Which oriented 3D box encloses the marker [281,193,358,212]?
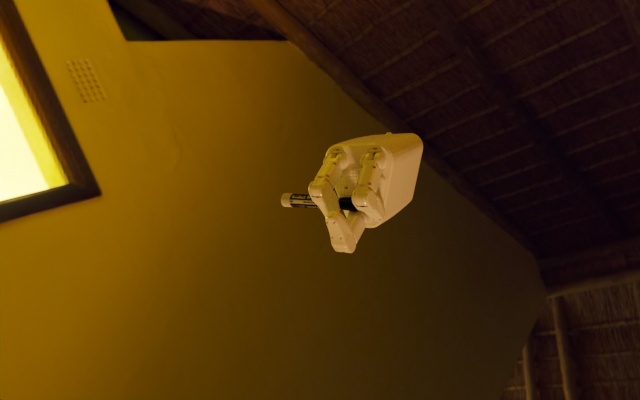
[{"bbox_3d":[0.000,0.002,0.630,0.121,0.020,0.020,3,2,35],"label":"marker"}]
